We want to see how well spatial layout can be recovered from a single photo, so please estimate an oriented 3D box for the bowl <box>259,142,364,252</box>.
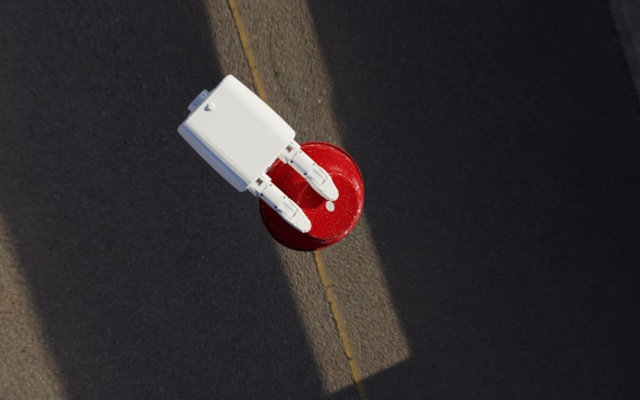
[{"bbox_3d":[0.001,0.003,0.659,0.162,0.162,0.055,0,13,-24],"label":"bowl"}]
